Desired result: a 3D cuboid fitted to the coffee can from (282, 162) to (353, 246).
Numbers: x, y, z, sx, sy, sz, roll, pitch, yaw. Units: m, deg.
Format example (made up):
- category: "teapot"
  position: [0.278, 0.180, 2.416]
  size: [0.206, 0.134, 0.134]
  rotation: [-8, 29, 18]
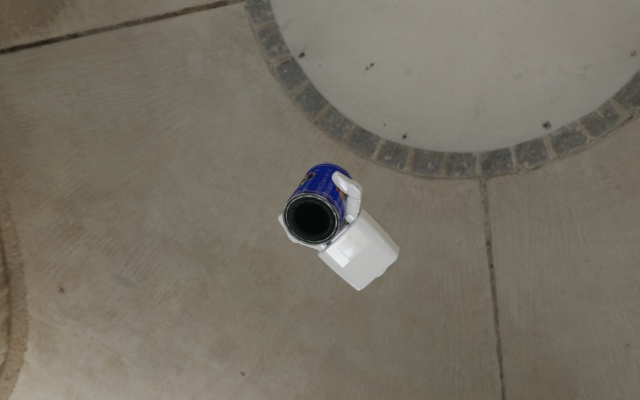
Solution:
- category: "coffee can"
  position: [0.000, 0.003, 0.872]
  size: [0.103, 0.103, 0.140]
  rotation: [0, 26, 16]
